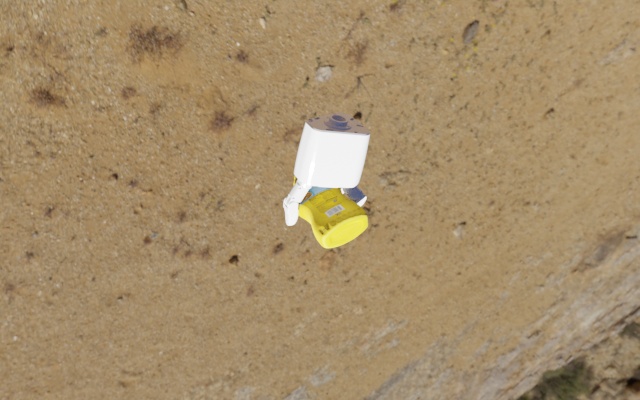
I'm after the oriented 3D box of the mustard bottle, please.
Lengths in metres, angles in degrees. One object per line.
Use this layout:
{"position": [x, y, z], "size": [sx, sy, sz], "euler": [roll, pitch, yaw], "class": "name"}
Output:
{"position": [0.000, 0.003, 0.893], "size": [0.096, 0.058, 0.191], "euler": [-28, 45, -14], "class": "mustard bottle"}
